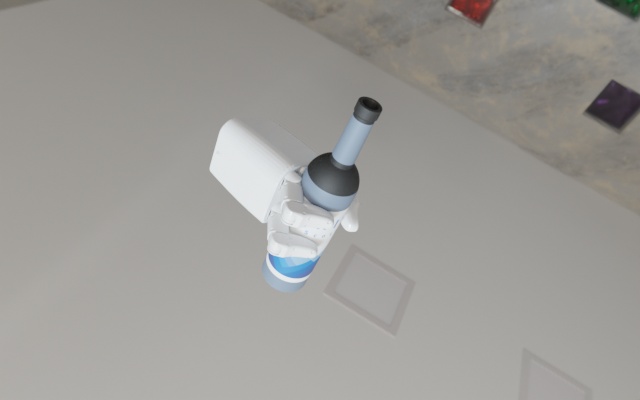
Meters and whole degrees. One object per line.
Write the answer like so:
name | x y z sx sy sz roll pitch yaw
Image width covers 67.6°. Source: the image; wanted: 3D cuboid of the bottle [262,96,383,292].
bottle | 0.000 0.002 0.584 0.069 0.069 0.296 0 -43 -29
